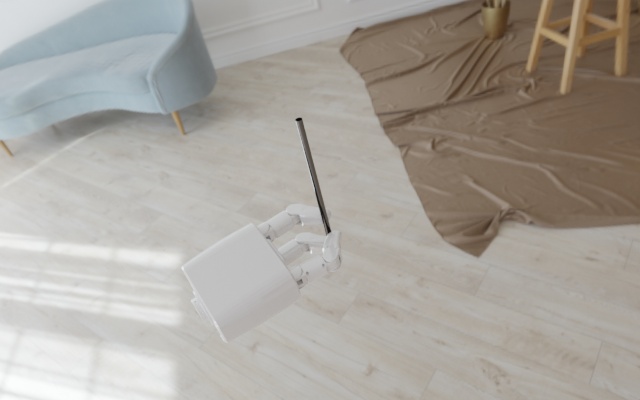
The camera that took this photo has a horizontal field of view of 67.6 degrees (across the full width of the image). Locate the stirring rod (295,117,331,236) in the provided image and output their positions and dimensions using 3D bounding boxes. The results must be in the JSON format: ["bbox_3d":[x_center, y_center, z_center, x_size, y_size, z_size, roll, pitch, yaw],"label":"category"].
[{"bbox_3d":[0.000,0.002,0.598,0.011,0.240,0.011,-9,39,7],"label":"stirring rod"}]
